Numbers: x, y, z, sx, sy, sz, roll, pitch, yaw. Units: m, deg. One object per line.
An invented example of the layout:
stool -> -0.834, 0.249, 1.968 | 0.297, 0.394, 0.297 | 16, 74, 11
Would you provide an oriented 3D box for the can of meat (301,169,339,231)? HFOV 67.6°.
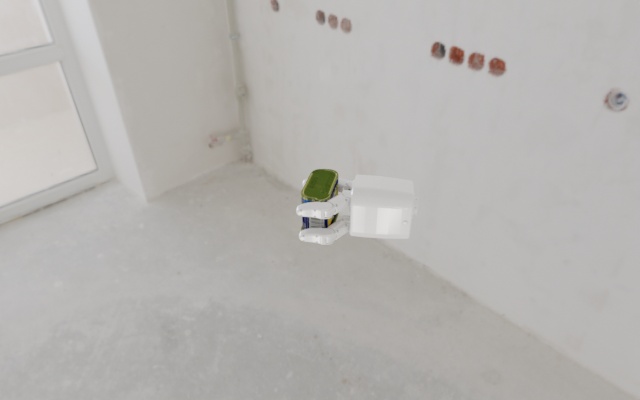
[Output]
can of meat -> 0.000, 0.002, 0.856 | 0.057, 0.084, 0.102 | 8, 37, 11
